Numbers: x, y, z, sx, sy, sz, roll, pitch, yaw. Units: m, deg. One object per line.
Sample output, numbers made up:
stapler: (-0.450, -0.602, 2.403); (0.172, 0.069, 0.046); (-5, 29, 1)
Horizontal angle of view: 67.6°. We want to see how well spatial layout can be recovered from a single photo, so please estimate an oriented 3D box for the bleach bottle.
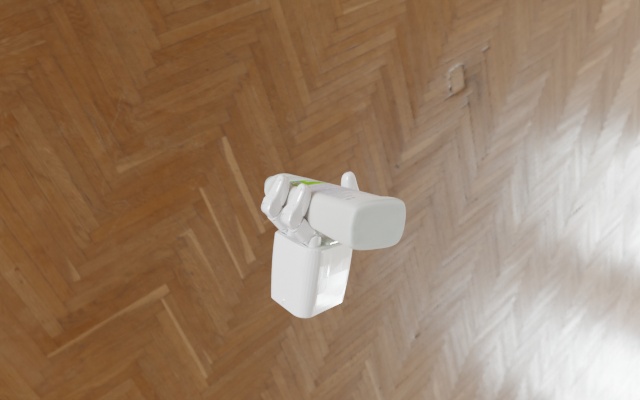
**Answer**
bleach bottle: (0.000, 0.002, 0.701); (0.102, 0.068, 0.250); (-3, 16, -37)
